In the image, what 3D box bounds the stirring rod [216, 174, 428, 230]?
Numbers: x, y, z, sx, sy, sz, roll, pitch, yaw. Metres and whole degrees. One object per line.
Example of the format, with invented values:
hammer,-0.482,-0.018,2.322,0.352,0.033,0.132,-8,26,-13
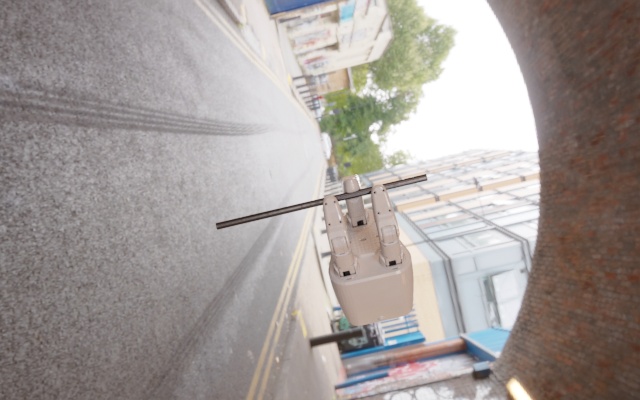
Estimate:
stirring rod,0.000,0.002,0.533,0.239,0.011,0.011,-13,-1,3
